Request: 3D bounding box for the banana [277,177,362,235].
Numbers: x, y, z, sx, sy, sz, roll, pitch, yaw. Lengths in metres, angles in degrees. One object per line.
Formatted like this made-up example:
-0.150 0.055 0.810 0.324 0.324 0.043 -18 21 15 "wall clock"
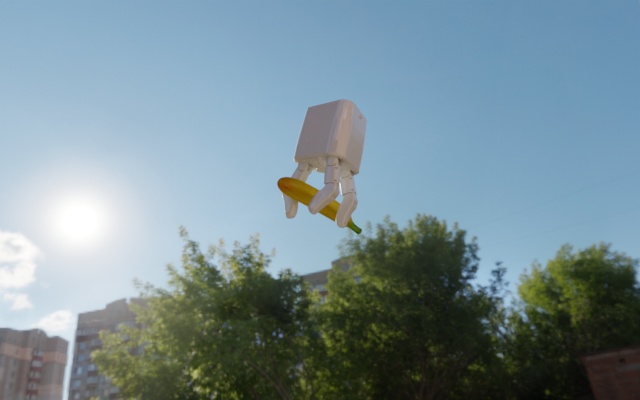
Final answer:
-0.007 -0.001 0.833 0.198 0.037 0.069 30 -2 -34 "banana"
